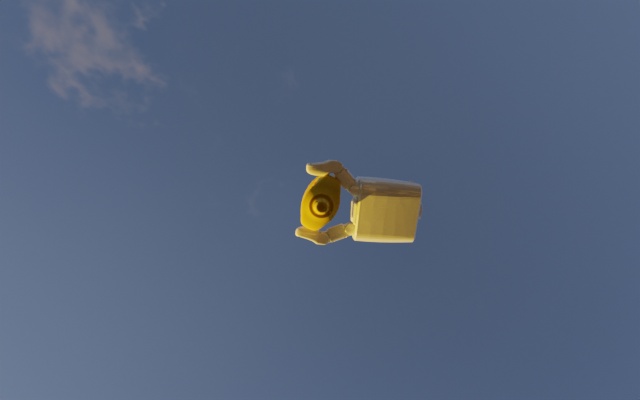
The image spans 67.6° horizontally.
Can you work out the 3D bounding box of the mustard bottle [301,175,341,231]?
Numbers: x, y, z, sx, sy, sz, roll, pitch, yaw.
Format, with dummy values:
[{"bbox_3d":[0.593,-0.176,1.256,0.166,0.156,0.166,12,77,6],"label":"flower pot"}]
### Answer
[{"bbox_3d":[0.000,0.003,0.818,0.058,0.096,0.191,29,4,-4],"label":"mustard bottle"}]
